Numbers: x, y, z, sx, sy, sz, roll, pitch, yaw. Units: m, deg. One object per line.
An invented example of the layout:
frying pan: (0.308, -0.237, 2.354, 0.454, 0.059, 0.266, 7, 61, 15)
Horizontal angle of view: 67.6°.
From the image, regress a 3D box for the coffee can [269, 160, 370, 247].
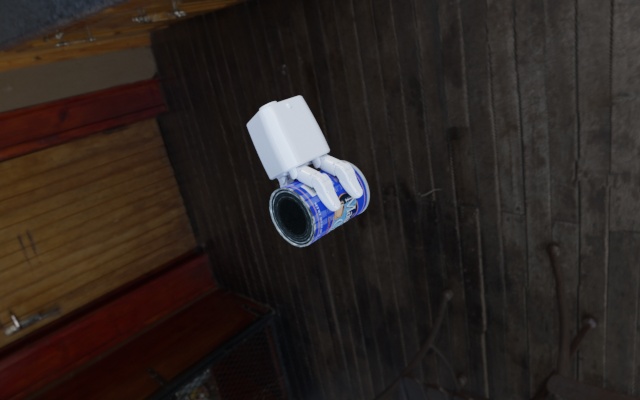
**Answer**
coffee can: (0.000, 0.003, 0.803, 0.103, 0.103, 0.140, 0, 21, 46)
